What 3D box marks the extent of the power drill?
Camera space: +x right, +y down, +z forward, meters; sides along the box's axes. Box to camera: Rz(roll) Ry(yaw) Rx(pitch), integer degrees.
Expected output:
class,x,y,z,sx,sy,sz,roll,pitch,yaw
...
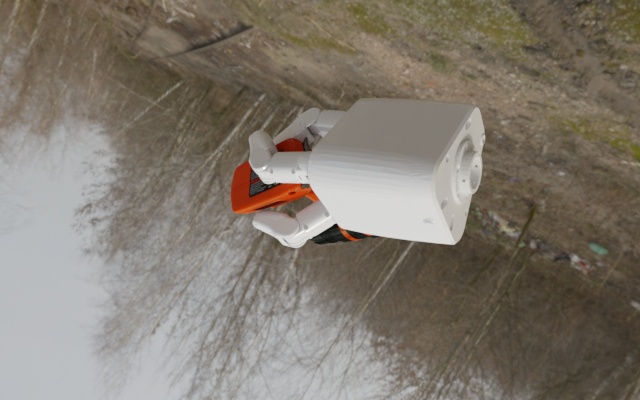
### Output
class,x,y,z,sx,sy,sz,roll,pitch,yaw
power drill,0.000,0.002,0.522,0.188,0.057,0.184,16,-28,-40
